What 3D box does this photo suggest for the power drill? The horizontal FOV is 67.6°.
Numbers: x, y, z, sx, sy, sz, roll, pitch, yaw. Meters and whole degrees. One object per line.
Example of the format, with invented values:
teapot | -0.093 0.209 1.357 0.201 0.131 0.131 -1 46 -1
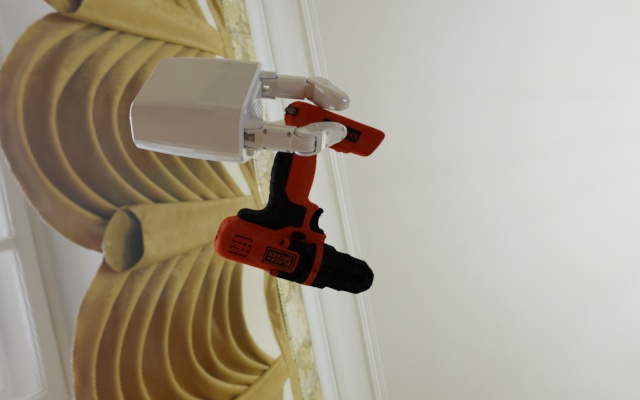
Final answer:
power drill | 0.000 0.001 0.513 0.184 0.187 0.057 19 7 -18
